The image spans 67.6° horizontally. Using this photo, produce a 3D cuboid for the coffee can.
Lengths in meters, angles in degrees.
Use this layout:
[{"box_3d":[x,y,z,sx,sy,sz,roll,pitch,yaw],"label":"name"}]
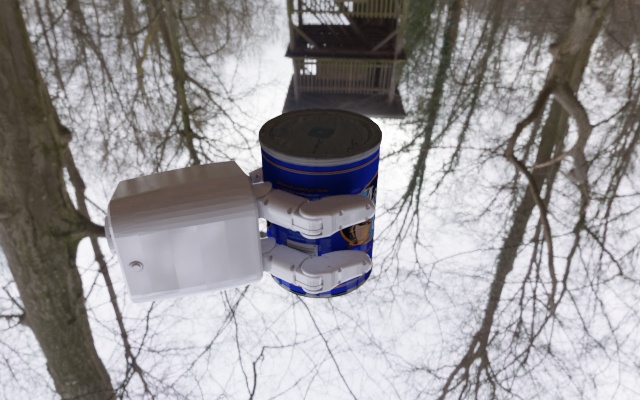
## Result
[{"box_3d":[0.000,0.001,0.430,0.103,0.140,0.102,0,32,0],"label":"coffee can"}]
